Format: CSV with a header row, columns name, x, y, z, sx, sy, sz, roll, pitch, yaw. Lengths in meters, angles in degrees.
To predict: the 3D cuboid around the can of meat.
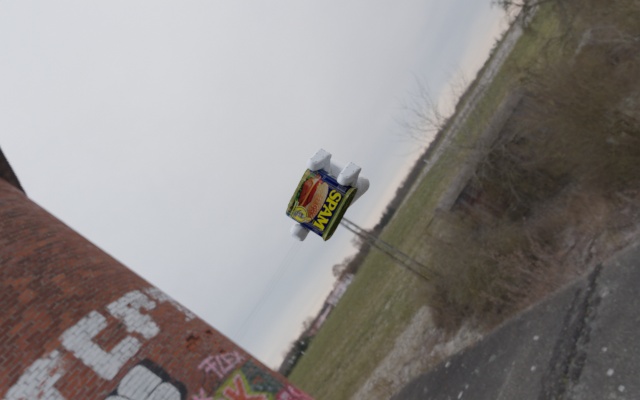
name,x,y,z,sx,sy,sz,roll,pitch,yaw
can of meat,0.000,0.003,0.796,0.084,0.102,0.057,31,14,12
